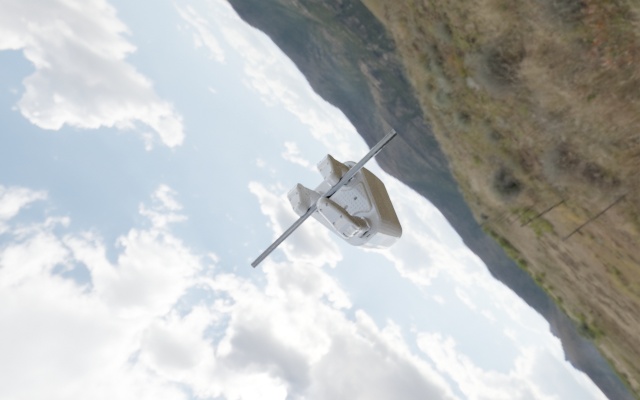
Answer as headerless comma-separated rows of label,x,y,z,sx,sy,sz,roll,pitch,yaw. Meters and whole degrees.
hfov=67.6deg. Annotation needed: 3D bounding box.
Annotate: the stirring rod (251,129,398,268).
stirring rod,0.000,0.002,0.570,0.239,0.011,0.011,-43,-13,14
